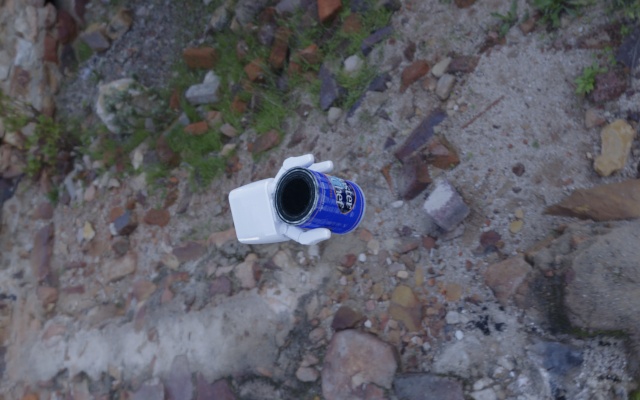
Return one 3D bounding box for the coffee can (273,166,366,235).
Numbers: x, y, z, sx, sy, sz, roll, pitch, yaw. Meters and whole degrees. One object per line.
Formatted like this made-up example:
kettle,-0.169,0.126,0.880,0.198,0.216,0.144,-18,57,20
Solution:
coffee can,0.000,0.003,0.847,0.103,0.103,0.140,0,-9,39
